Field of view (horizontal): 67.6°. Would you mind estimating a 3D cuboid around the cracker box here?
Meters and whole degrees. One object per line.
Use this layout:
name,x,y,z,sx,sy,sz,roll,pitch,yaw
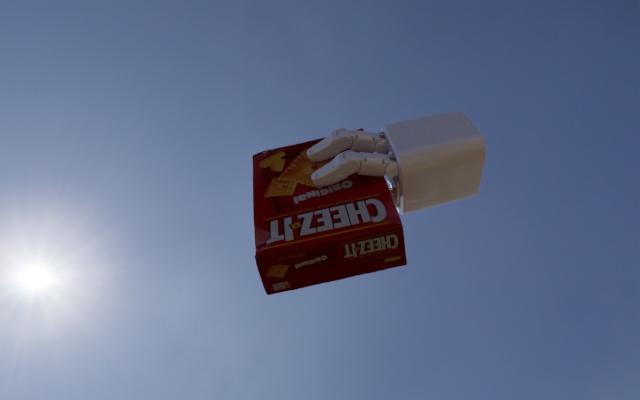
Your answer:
cracker box,0.000,0.002,0.600,0.164,0.072,0.213,-13,37,1
